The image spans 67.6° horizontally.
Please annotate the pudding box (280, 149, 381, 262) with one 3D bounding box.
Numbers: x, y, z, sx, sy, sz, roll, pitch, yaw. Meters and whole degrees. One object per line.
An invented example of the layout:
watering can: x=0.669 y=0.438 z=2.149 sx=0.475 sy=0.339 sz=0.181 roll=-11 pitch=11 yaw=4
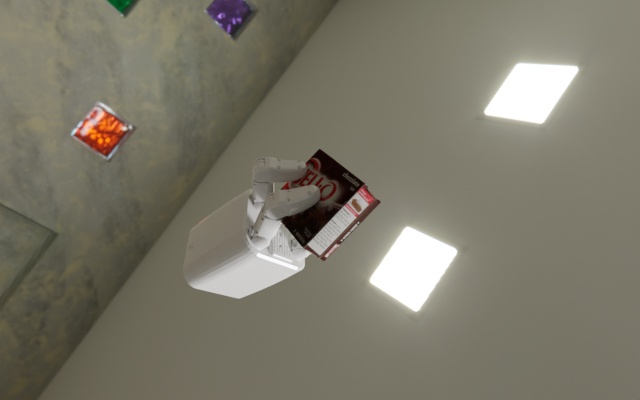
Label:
pudding box: x=0.000 y=0.002 z=0.522 sx=0.039 sy=0.090 sz=0.113 roll=42 pitch=1 yaw=-37
